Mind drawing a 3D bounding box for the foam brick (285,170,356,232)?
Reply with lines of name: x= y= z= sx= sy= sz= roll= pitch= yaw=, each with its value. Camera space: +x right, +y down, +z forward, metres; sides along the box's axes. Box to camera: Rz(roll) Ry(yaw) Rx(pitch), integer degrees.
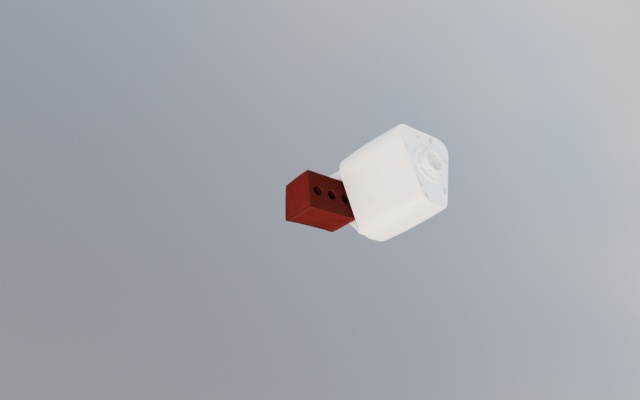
foam brick: x=0.000 y=0.002 z=0.616 sx=0.078 sy=0.053 sz=0.051 roll=15 pitch=-32 yaw=-34
